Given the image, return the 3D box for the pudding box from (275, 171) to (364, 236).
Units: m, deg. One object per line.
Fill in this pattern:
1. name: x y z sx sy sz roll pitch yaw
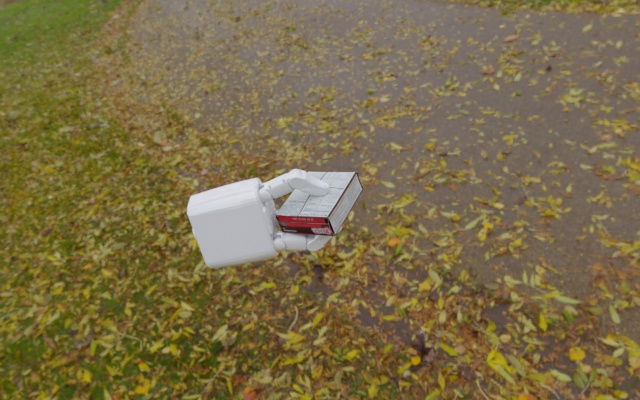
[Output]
1. pudding box: 0.000 0.002 0.699 0.090 0.039 0.113 3 41 30
